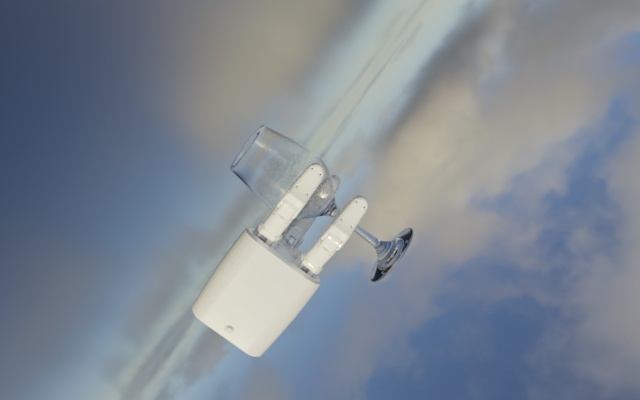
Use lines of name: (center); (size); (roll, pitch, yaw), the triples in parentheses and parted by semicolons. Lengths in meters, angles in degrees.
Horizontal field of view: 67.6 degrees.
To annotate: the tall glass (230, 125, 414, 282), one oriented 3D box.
tall glass: (0.001, 0.002, 0.525); (0.201, 0.079, 0.079); (37, -3, -4)
